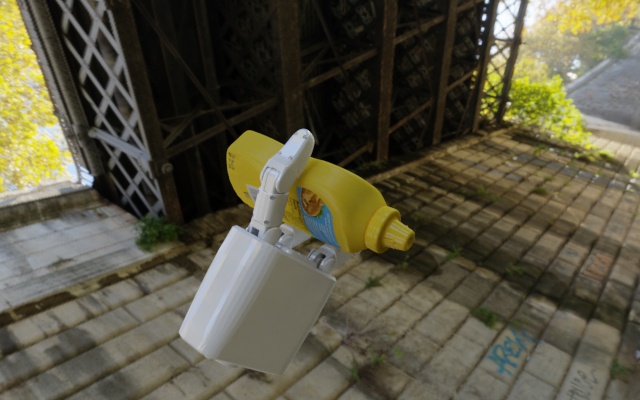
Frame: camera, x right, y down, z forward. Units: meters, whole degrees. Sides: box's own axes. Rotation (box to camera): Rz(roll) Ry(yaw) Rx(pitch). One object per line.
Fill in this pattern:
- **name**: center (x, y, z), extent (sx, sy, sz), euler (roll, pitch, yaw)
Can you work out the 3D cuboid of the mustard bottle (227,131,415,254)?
- **mustard bottle**: center (0.000, 0.001, 0.450), extent (0.191, 0.058, 0.096), euler (25, -31, 31)
